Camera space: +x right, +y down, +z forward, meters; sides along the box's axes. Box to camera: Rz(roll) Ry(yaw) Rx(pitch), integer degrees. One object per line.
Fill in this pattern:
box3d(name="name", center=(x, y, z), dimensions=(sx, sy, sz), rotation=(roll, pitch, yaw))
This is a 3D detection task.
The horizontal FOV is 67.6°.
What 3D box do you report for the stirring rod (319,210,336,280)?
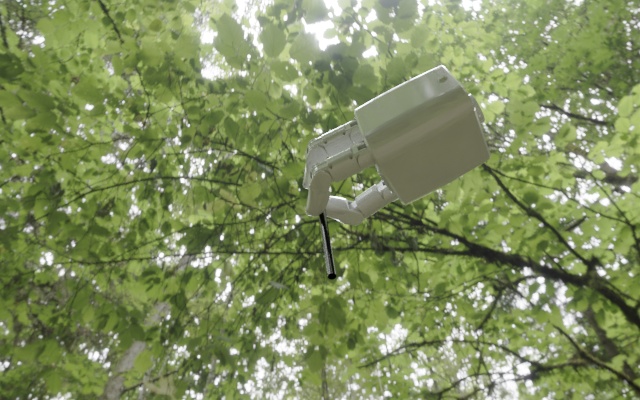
box3d(name="stirring rod", center=(0.000, 0.002, 0.528), dimensions=(0.011, 0.011, 0.239), rotation=(0, 34, -6))
